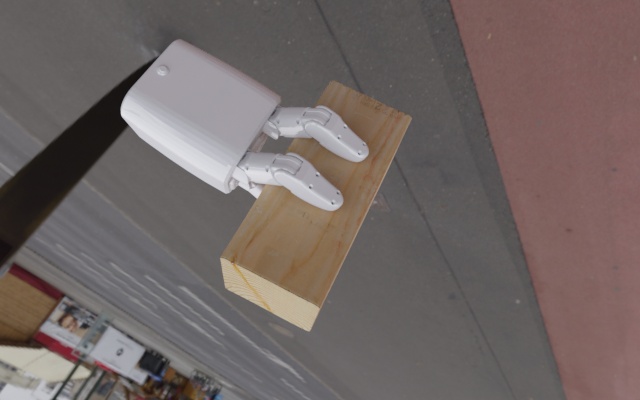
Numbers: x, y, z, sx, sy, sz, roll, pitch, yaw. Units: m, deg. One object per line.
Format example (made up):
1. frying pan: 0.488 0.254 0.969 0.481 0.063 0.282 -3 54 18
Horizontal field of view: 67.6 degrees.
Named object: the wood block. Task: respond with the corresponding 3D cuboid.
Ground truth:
1. wood block: 0.000 0.002 0.449 0.090 0.206 0.091 26 -27 5
